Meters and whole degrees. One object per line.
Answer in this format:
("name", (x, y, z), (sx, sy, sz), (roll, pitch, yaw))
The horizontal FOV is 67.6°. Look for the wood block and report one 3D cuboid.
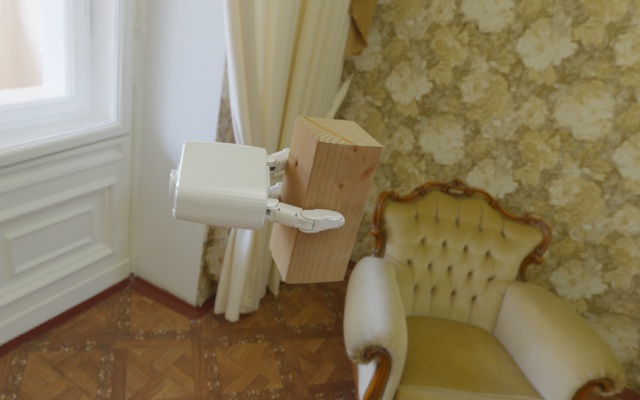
("wood block", (0.000, 0.002, 0.646), (0.090, 0.206, 0.090), (1, 29, -24))
